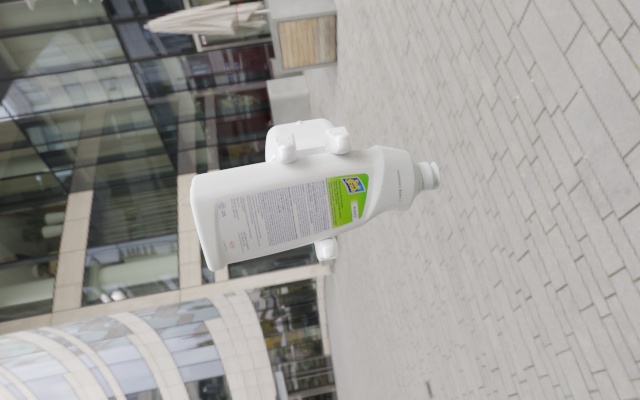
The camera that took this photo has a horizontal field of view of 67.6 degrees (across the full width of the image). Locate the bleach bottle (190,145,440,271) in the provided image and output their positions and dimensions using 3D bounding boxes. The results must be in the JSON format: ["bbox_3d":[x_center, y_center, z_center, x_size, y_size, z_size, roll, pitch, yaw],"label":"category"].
[{"bbox_3d":[0.000,0.002,0.501,0.251,0.103,0.068,-10,29,-4],"label":"bleach bottle"}]
